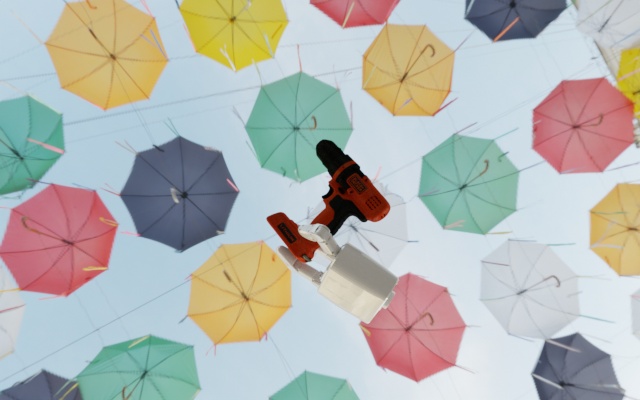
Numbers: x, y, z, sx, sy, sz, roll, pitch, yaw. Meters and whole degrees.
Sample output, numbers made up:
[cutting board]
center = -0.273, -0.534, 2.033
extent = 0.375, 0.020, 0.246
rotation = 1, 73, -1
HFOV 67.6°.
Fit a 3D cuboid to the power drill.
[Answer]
[power drill]
center = 0.000, 0.003, 0.836
extent = 0.187, 0.184, 0.057
rotation = -39, -23, 0
